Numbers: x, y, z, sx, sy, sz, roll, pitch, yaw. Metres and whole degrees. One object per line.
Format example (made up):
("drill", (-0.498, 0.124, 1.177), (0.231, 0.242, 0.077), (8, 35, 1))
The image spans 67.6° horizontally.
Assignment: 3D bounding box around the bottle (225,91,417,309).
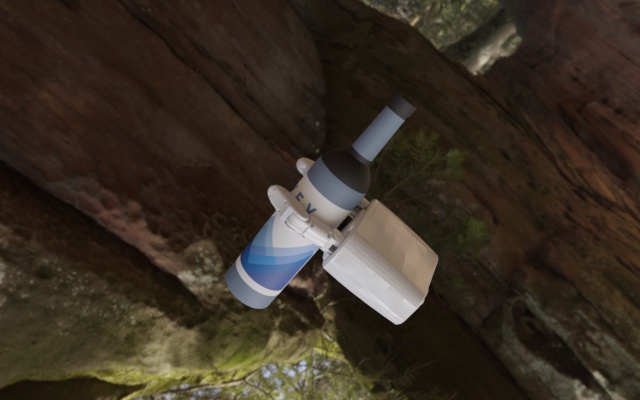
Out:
("bottle", (0.000, 0.002, 0.542), (0.069, 0.296, 0.069), (35, 20, -15))
